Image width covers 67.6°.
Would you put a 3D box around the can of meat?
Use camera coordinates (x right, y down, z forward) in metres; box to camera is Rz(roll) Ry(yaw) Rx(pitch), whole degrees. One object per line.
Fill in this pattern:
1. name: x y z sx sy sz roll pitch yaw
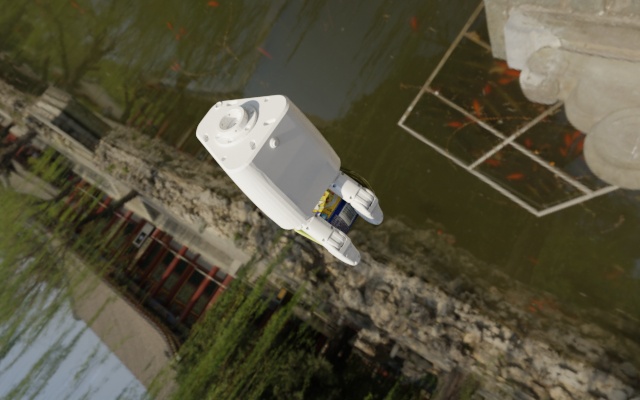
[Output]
1. can of meat: 0.000 0.002 0.578 0.102 0.084 0.057 24 -16 37
